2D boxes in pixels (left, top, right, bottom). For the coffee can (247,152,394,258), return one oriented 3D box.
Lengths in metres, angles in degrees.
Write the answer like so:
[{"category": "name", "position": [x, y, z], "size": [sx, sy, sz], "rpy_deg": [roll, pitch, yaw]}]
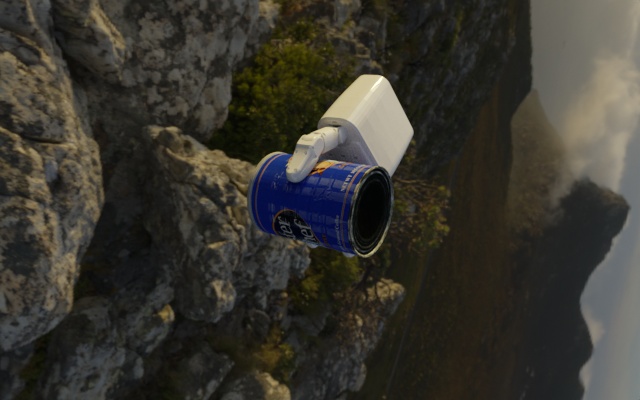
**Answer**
[{"category": "coffee can", "position": [0.000, 0.002, 0.559], "size": [0.140, 0.103, 0.103], "rpy_deg": [11, 6, 32]}]
